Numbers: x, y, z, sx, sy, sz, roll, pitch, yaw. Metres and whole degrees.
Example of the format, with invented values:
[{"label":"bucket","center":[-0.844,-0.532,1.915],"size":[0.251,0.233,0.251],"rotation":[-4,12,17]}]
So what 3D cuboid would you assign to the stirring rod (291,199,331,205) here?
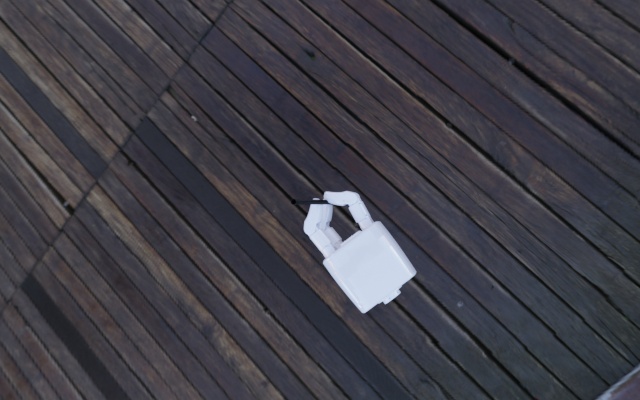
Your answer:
[{"label":"stirring rod","center":[0.000,0.003,0.775],"size":[0.011,0.011,0.239],"rotation":[0,0,18]}]
